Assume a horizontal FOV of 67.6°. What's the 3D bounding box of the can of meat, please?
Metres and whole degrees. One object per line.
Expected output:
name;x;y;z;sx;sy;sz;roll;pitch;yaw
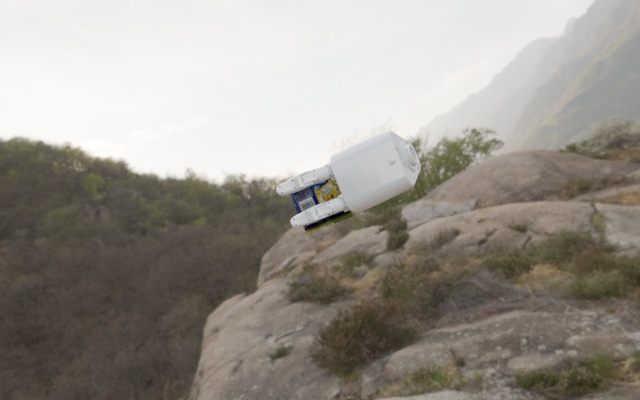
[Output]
can of meat;0.000;0.002;0.788;0.057;0.084;0.102;-24;-3;32
